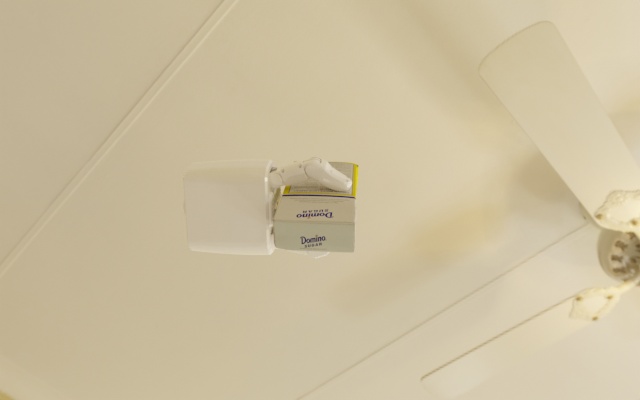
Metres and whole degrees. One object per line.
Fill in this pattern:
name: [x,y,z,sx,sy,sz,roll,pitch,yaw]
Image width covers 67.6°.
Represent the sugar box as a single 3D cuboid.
sugar box: [0.000,0.002,0.603,0.093,0.048,0.176,2,29,5]
